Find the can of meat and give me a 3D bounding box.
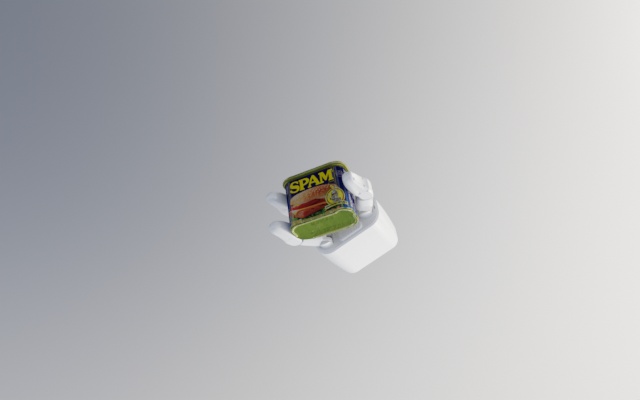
[{"bbox_3d":[0.000,0.002,0.693,0.102,0.084,0.057,-19,-34,15],"label":"can of meat"}]
